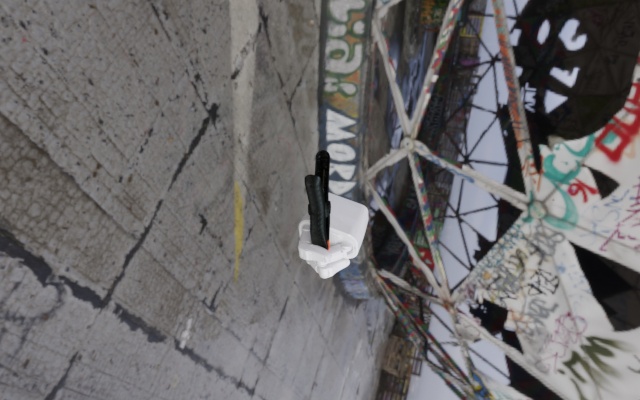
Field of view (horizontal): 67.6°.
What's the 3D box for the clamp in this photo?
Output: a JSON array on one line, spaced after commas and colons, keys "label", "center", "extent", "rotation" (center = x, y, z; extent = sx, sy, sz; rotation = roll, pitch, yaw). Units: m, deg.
[{"label": "clamp", "center": [0.001, 0.003, 0.807], "extent": [0.039, 0.172, 0.120], "rotation": [8, 36, 13]}]
